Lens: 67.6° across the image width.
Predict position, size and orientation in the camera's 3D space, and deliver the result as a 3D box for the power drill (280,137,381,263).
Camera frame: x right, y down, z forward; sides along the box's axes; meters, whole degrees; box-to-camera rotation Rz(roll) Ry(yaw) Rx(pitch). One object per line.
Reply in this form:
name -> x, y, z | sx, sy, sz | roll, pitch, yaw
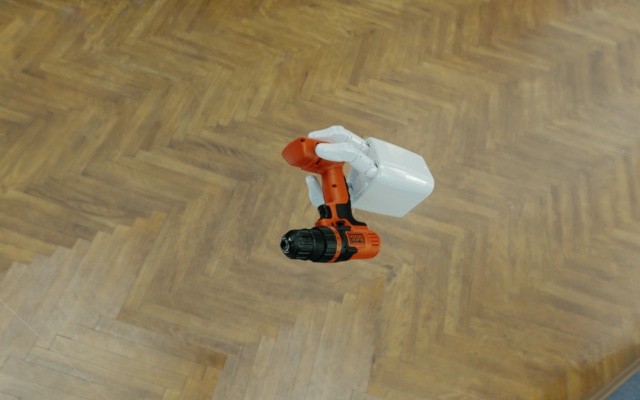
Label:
power drill -> 0.000, 0.002, 0.704 | 0.184, 0.187, 0.057 | 7, -28, -46
